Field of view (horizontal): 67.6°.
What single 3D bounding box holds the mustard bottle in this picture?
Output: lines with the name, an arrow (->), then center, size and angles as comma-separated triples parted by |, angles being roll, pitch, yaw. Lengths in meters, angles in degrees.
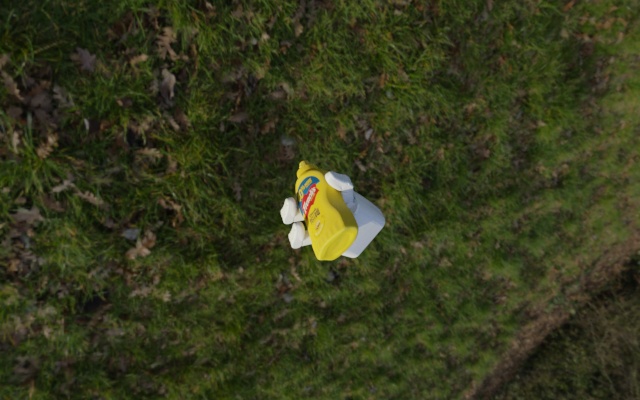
mustard bottle -> 0.000, 0.003, 0.840 | 0.058, 0.191, 0.096 | 4, -42, -32
